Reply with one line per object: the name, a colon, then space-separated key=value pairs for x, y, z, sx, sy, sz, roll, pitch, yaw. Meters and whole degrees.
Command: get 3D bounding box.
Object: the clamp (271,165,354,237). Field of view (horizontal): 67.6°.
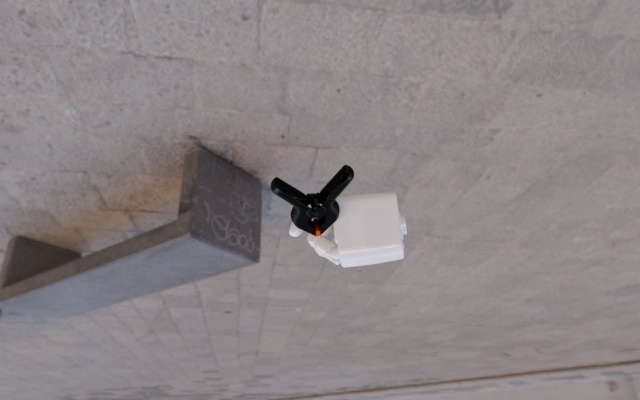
clamp: x=0.000 y=0.003 z=0.740 sx=0.120 sy=0.039 sz=0.172 roll=-10 pitch=-28 yaw=6
